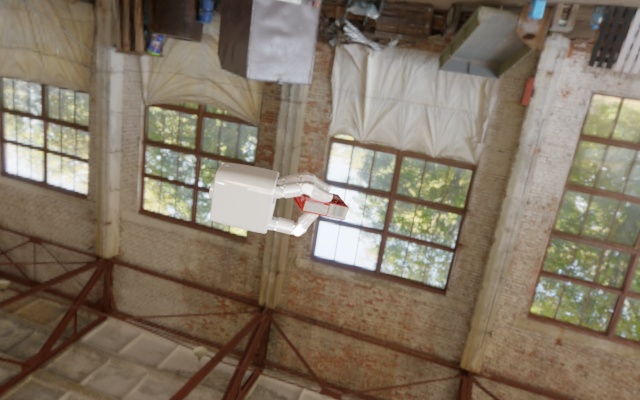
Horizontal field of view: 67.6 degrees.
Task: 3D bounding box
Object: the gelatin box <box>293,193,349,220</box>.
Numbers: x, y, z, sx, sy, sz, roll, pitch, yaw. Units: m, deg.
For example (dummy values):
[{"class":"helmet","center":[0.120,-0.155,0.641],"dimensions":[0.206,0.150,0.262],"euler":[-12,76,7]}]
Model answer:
[{"class":"gelatin box","center":[0.000,0.003,0.888],"dimensions":[0.089,0.030,0.073],"euler":[13,16,-18]}]
